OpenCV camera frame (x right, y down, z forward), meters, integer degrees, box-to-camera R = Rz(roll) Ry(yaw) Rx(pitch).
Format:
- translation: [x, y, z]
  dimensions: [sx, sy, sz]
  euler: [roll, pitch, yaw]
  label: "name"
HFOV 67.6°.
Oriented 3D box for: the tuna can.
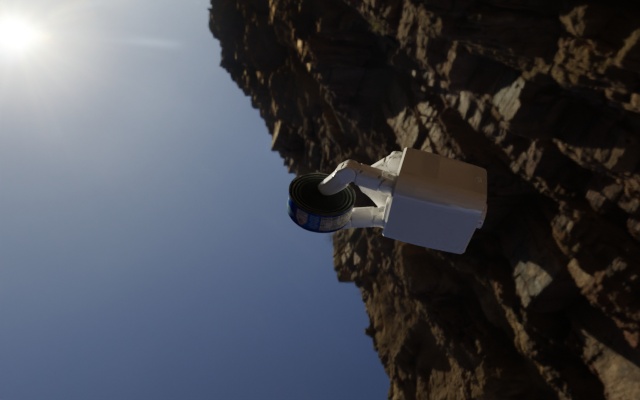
- translation: [0.000, 0.002, 0.612]
  dimensions: [0.086, 0.034, 0.086]
  euler: [7, 39, -5]
  label: "tuna can"
